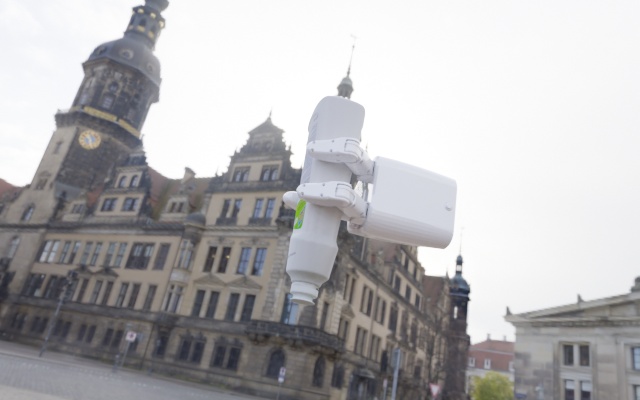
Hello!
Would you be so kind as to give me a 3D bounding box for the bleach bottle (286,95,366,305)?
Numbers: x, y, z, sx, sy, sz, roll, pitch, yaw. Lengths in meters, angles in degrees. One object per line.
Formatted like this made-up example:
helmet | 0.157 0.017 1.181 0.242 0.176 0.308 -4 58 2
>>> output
bleach bottle | 0.000 0.002 0.585 0.068 0.250 0.103 14 -22 -8
